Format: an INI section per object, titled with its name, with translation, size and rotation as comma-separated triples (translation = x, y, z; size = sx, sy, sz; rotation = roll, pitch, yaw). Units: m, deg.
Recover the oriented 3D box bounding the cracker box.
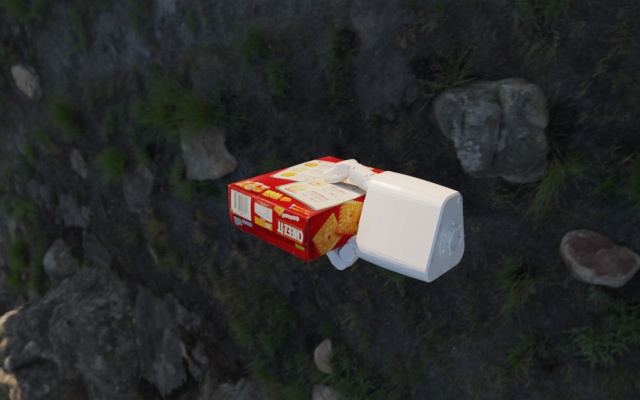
[cracker box]
translation = 0.000, 0.002, 0.701
size = 0.164, 0.072, 0.213
rotation = 20, 28, 40
